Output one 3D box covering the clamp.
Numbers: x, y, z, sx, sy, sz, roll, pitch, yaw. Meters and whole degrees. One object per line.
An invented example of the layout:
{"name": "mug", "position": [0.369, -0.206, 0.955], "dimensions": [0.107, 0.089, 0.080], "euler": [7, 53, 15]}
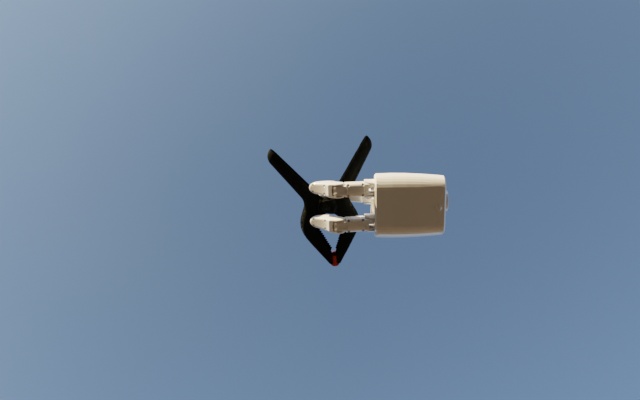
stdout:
{"name": "clamp", "position": [0.000, 0.003, 0.769], "dimensions": [0.164, 0.210, 0.036], "euler": [-1, 12, 5]}
